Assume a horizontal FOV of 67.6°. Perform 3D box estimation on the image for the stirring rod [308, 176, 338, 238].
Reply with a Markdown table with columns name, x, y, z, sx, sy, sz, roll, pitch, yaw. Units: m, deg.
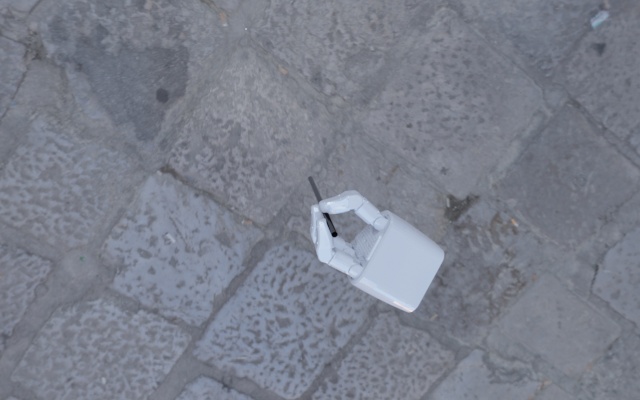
| name | x | y | z | sx | sy | sz | roll | pitch | yaw |
| --- | --- | --- | --- | --- | --- | --- | --- | --- | --- |
| stirring rod | 0.000 | 0.002 | 0.705 | 0.011 | 0.011 | 0.239 | 0 | 20 | -9 |
